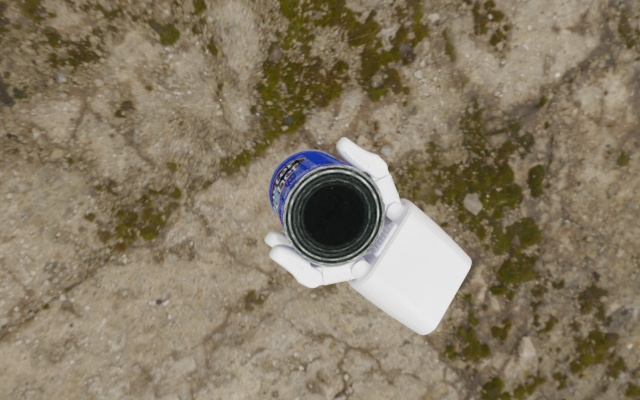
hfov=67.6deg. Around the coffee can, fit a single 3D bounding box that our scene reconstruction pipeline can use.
[{"bbox_3d":[0.000,0.002,0.527,0.103,0.103,0.140,0,12,-12],"label":"coffee can"}]
